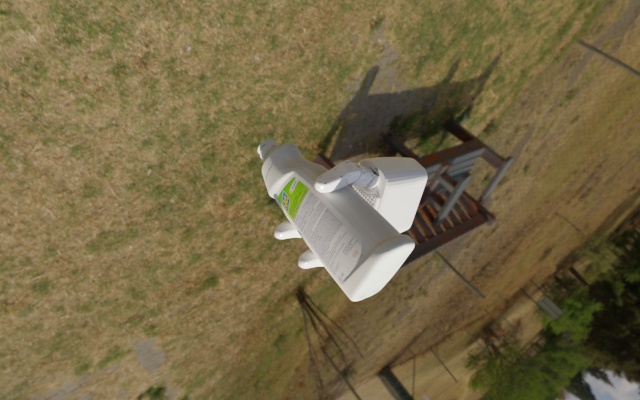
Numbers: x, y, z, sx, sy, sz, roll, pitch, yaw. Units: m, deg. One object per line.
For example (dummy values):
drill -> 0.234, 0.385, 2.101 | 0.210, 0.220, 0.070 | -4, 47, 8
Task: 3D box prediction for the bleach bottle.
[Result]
bleach bottle -> 0.000, 0.002, 0.608 | 0.068, 0.103, 0.250 | -9, 49, -46
